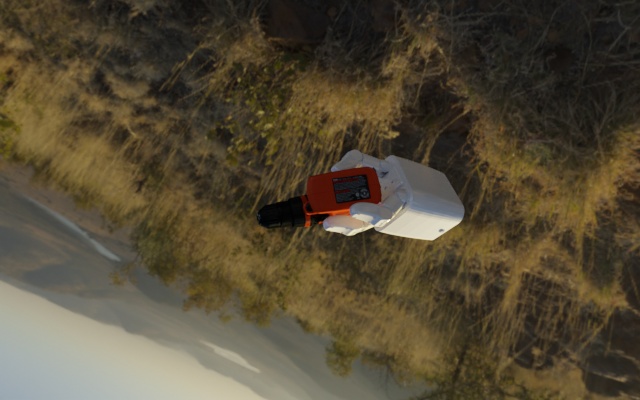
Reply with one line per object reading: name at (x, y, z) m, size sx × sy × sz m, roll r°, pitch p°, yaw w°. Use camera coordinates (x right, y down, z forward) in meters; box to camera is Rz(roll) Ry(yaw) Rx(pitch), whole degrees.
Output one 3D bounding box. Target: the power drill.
power drill at (0.000, 0.002, 0.724) m, size 0.184 × 0.057 × 0.188 m, roll -11°, pitch -6°, yaw -14°
